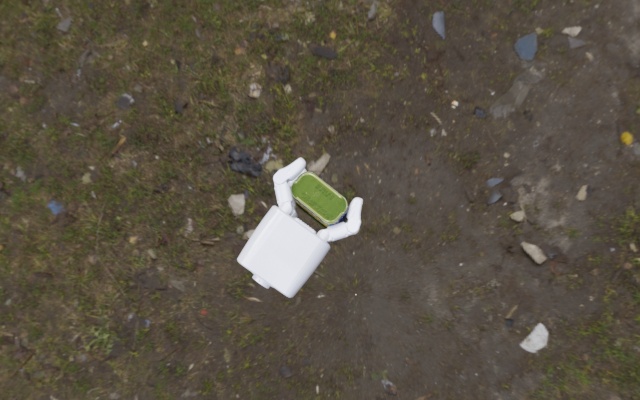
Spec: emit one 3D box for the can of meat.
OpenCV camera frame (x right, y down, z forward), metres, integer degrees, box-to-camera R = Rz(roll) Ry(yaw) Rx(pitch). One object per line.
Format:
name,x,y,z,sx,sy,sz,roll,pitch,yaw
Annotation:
can of meat,0.000,0.003,0.802,0.102,0.057,0.084,38,-6,10
